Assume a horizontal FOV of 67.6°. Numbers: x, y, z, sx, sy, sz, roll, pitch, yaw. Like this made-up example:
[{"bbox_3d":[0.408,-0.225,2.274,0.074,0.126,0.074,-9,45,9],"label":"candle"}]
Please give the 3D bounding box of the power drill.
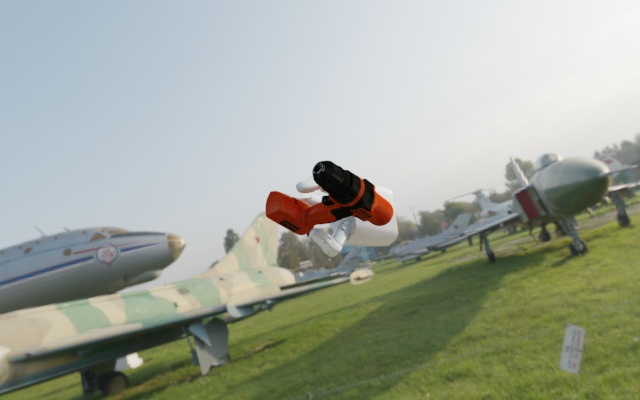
[{"bbox_3d":[0.000,0.003,0.781,0.187,0.057,0.184,-11,-32,38],"label":"power drill"}]
